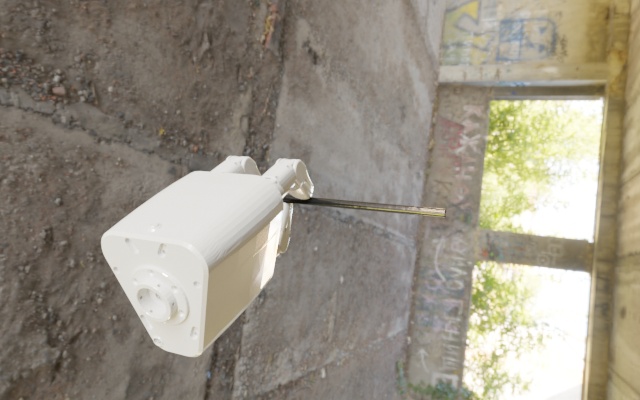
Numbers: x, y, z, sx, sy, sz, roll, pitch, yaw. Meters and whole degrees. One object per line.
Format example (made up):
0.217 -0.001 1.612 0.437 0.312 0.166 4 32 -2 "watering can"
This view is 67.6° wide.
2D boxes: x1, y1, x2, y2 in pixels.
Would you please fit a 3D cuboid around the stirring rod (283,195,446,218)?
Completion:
0.000 0.002 0.469 0.239 0.011 0.011 5 2 23 "stirring rod"
